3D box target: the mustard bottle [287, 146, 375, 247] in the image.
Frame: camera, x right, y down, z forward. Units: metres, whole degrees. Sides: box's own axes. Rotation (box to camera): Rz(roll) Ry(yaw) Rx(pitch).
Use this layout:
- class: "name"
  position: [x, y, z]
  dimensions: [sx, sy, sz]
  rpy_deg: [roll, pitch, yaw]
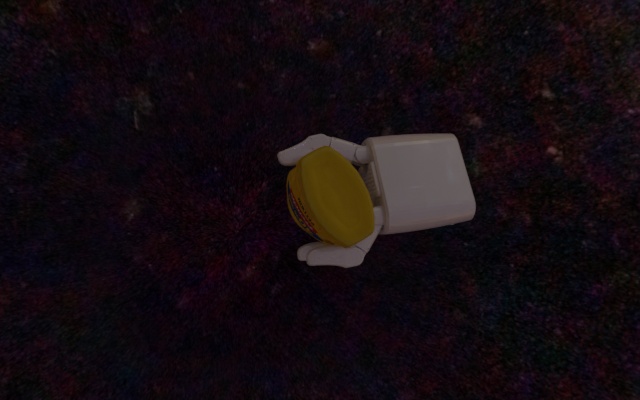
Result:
- class: "mustard bottle"
  position: [0.000, 0.002, 0.528]
  dimensions: [0.058, 0.096, 0.191]
  rpy_deg: [-31, 2, -11]
